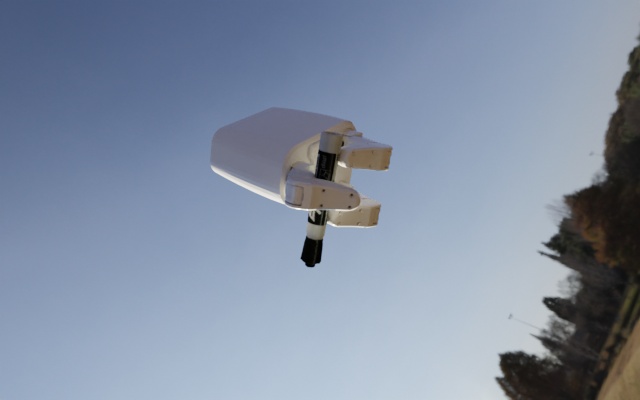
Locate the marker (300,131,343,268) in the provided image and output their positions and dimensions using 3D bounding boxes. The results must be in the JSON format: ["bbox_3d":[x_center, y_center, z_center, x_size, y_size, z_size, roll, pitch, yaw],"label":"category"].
[{"bbox_3d":[0.000,0.001,0.413,0.020,0.121,0.020,9,16,-3],"label":"marker"}]
